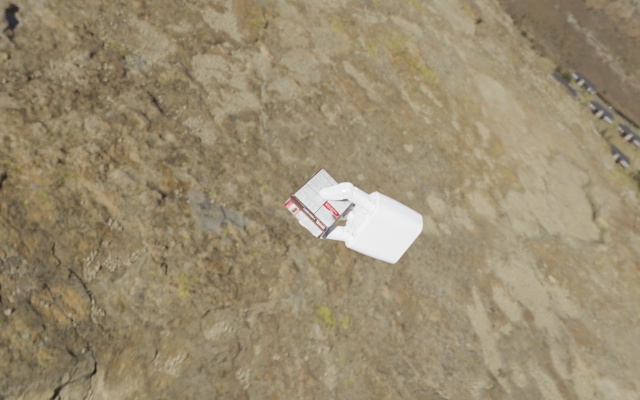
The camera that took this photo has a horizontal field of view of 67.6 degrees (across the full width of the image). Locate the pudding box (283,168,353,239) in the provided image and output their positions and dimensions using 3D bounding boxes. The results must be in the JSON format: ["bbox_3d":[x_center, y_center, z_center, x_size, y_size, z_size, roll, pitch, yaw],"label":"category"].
[{"bbox_3d":[0.000,0.003,0.871,0.039,0.090,0.113,-48,-2,42],"label":"pudding box"}]
